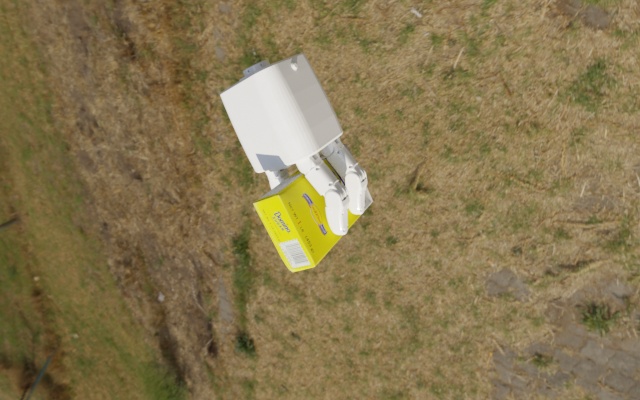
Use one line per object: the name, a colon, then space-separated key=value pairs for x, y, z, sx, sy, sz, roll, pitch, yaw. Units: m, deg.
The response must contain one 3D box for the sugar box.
sugar box: x=0.000 y=0.002 z=0.587 sx=0.048 sy=0.093 sz=0.176 roll=-16 pitch=17 yaw=37
